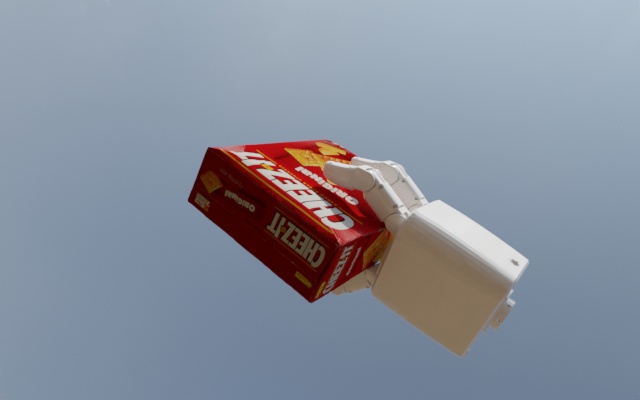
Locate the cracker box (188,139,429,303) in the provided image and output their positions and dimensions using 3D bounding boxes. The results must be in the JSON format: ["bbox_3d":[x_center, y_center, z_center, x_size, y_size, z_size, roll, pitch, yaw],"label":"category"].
[{"bbox_3d":[0.000,0.002,0.506,0.164,0.072,0.213,35,25,23],"label":"cracker box"}]
